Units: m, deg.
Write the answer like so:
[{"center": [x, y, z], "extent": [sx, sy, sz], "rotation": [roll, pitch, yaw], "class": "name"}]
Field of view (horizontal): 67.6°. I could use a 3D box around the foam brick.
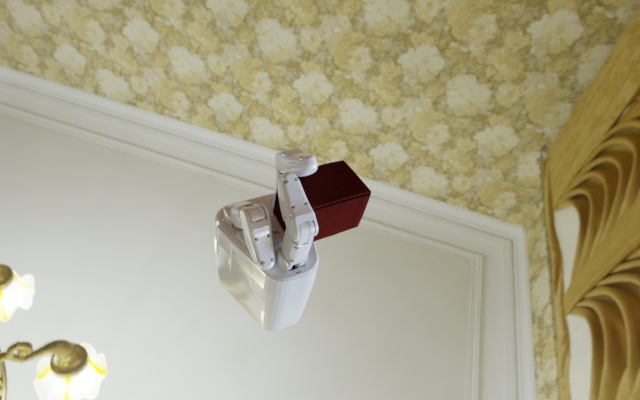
[{"center": [0.000, 0.001, 0.475], "extent": [0.078, 0.051, 0.053], "rotation": [-16, 51, -26], "class": "foam brick"}]
